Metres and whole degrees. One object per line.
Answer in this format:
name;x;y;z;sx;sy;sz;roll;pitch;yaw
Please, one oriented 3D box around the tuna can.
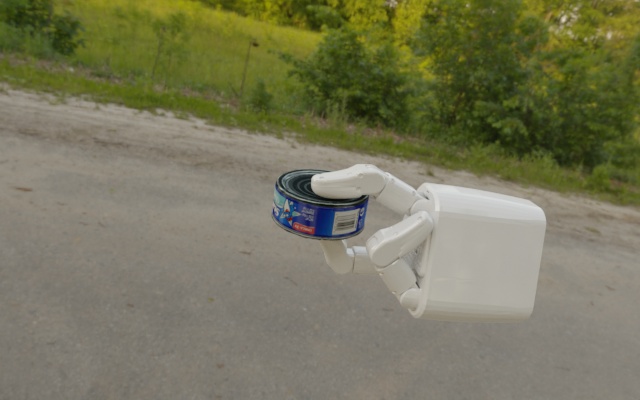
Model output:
tuna can;0.000;0.001;0.430;0.086;0.034;0.086;7;23;-3
